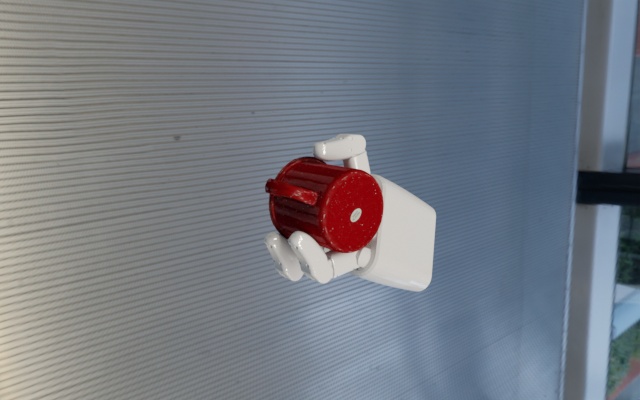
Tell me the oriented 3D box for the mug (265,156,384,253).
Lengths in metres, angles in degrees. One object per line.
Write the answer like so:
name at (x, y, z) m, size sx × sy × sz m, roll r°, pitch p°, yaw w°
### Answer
mug at (-0.001, 0.001, 0.470) m, size 0.117 × 0.093 × 0.081 m, roll 23°, pitch -6°, yaw -39°
